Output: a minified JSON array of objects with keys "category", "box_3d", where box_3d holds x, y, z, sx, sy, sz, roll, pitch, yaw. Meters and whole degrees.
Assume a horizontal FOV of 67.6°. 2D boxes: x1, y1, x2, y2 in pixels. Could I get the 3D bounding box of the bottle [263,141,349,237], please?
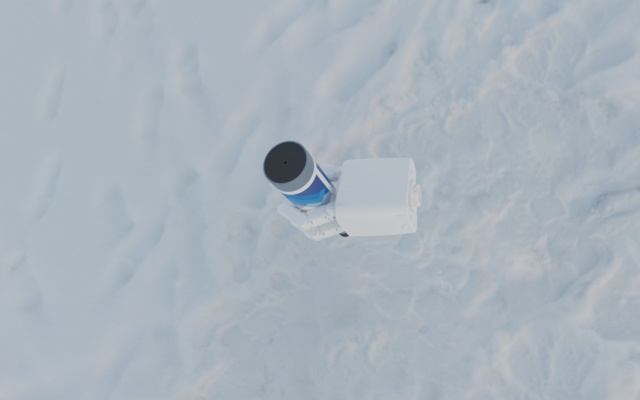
[{"category":"bottle","box_3d":[0.000,0.002,0.769,0.069,0.069,0.296,0,-21,20]}]
